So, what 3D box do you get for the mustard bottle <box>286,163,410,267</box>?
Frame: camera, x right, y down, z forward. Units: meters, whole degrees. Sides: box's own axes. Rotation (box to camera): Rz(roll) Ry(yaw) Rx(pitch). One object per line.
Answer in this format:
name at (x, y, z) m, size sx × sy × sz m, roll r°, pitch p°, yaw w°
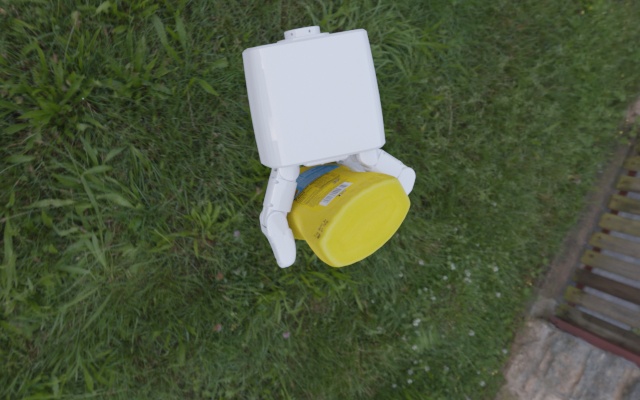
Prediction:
mustard bottle at (0.000, 0.002, 0.492) m, size 0.096 × 0.058 × 0.191 m, roll -41°, pitch 25°, yaw -13°
